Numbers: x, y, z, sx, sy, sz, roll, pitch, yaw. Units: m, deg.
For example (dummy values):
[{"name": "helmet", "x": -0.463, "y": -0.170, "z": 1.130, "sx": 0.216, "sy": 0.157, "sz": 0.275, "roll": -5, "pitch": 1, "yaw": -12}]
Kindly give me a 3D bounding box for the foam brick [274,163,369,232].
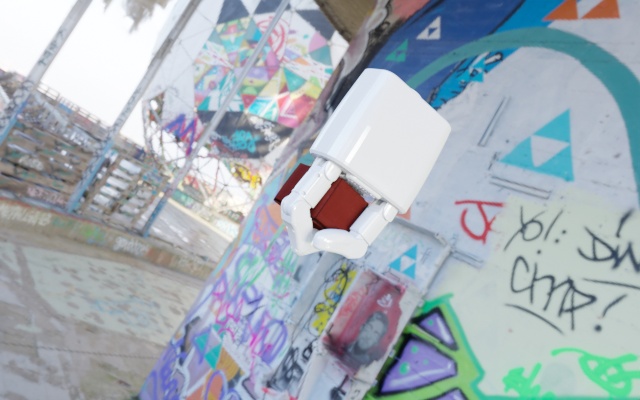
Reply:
[{"name": "foam brick", "x": 0.000, "y": 0.002, "z": 0.505, "sx": 0.078, "sy": 0.051, "sz": 0.053, "roll": 24, "pitch": -12, "yaw": 49}]
